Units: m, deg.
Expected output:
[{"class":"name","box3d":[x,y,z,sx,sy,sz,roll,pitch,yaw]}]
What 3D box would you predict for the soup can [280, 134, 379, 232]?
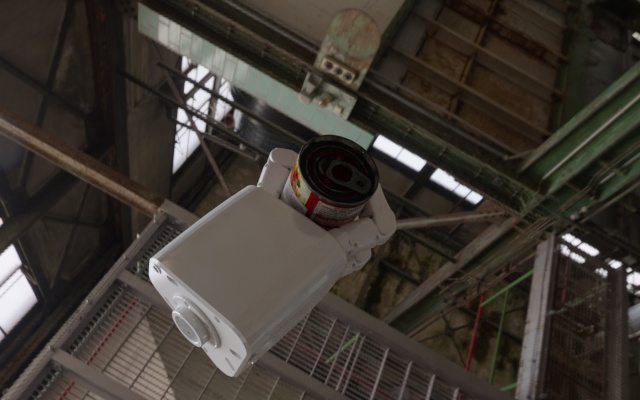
[{"class":"soup can","box3d":[0.000,0.001,0.416,0.068,0.068,0.102,0,-32,-21]}]
